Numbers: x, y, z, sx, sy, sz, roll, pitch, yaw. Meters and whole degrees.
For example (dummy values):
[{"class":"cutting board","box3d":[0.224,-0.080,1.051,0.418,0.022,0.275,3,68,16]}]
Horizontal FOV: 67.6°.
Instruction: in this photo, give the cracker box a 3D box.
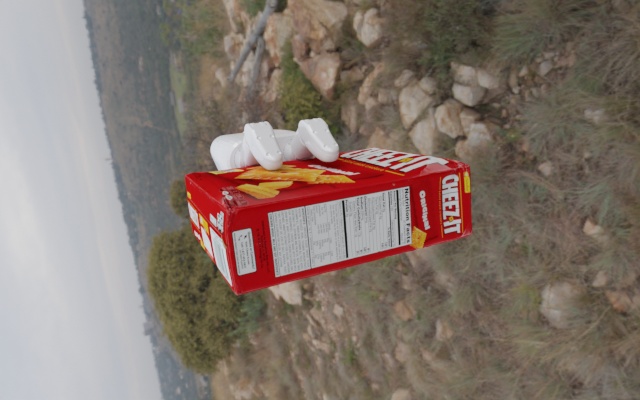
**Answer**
[{"class":"cracker box","box3d":[0.000,0.002,0.435,0.213,0.072,0.164,-11,16,-22]}]
